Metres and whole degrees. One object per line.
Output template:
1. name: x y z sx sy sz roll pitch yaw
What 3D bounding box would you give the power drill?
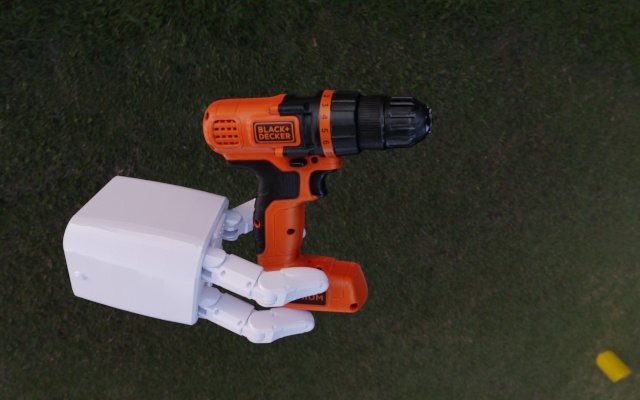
1. power drill: 0.000 0.002 0.408 0.184 0.188 0.057 2 20 15
